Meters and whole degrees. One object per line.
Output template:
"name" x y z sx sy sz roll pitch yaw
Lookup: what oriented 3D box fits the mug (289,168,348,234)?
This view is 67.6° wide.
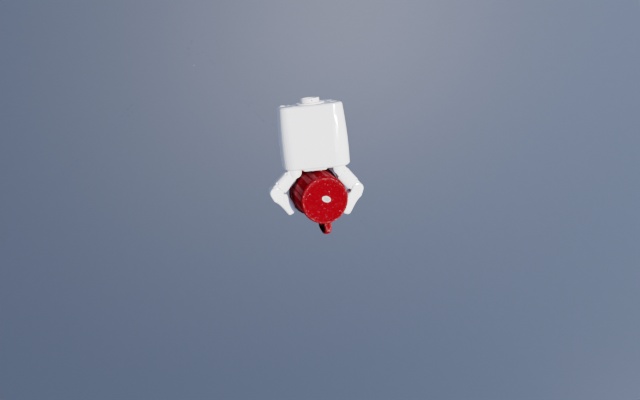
"mug" 0.000 0.004 0.827 0.093 0.117 0.081 -11 16 -12
